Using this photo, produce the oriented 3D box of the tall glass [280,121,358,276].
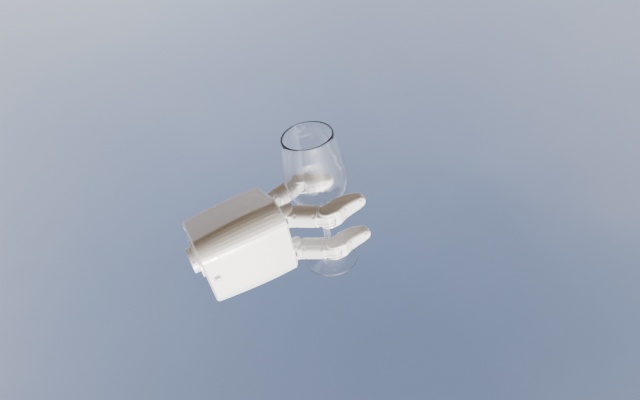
[{"bbox_3d":[0.000,0.002,0.603,0.079,0.201,0.079,-7,39,6],"label":"tall glass"}]
